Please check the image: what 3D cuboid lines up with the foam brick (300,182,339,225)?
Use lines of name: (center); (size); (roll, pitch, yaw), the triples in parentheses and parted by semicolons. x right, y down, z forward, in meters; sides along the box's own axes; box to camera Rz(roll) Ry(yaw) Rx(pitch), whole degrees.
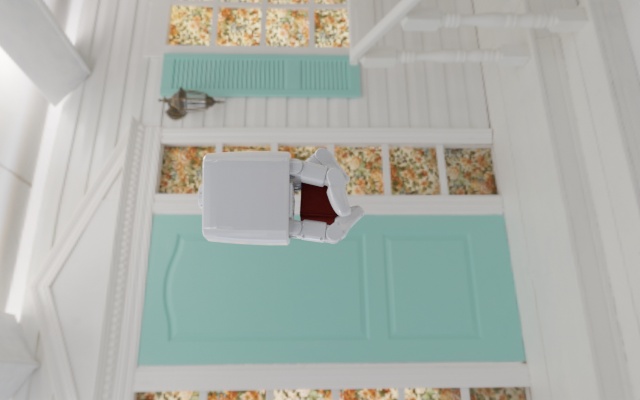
foam brick: (0.000, 0.002, 0.633); (0.051, 0.053, 0.078); (2, -16, 0)
